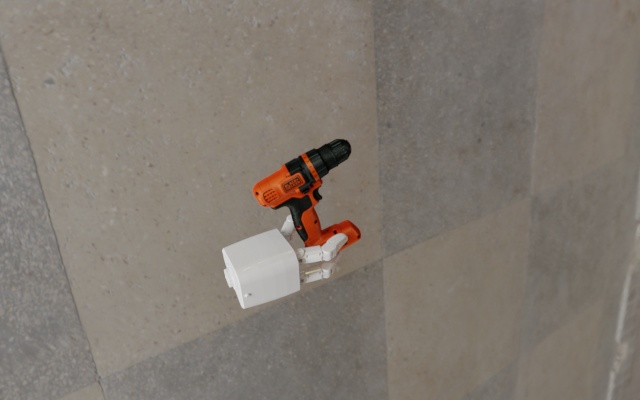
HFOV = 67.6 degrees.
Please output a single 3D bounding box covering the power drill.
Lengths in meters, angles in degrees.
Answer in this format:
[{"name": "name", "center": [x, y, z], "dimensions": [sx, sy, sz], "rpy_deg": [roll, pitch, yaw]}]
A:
[{"name": "power drill", "center": [0.000, 0.003, 0.842], "dimensions": [0.184, 0.188, 0.057], "rpy_deg": [-29, 25, 1]}]
